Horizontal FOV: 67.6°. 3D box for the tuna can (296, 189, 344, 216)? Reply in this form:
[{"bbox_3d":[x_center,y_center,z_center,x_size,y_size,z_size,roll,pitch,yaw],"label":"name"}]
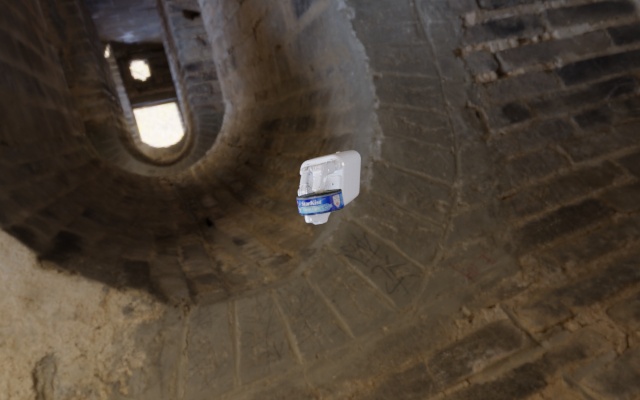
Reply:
[{"bbox_3d":[0.000,0.003,0.876,0.086,0.034,0.086,-10,7,1],"label":"tuna can"}]
